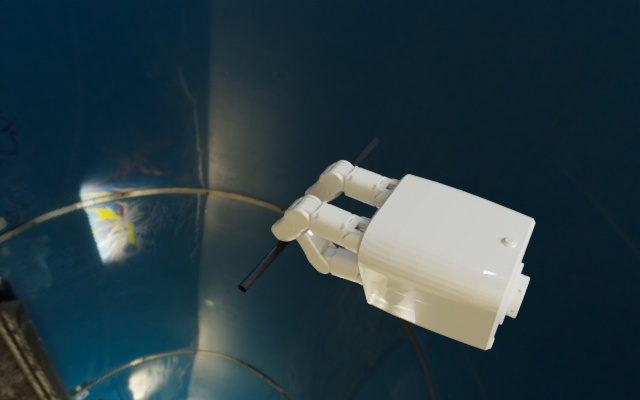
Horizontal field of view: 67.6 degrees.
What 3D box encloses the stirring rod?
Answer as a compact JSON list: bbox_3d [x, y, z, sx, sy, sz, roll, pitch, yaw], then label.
[{"bbox_3d":[0.000,0.002,0.454,0.011,0.011,0.239,0,35,39],"label":"stirring rod"}]
